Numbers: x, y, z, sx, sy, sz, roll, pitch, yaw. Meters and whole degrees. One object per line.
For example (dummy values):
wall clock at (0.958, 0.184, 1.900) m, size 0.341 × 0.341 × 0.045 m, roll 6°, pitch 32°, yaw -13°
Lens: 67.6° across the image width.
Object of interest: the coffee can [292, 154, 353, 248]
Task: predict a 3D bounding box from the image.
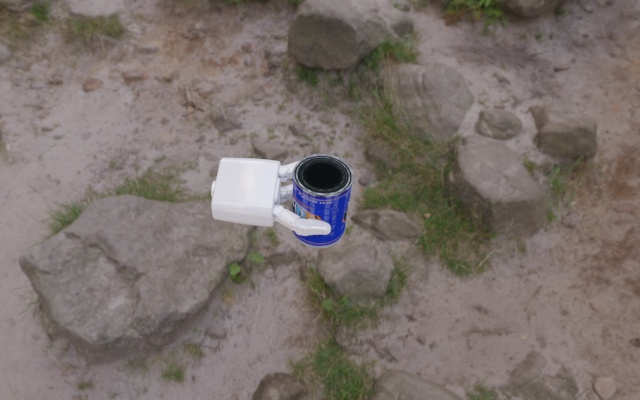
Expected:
coffee can at (0.000, 0.003, 0.849) m, size 0.103 × 0.102 × 0.140 m, roll 0°, pitch -43°, yaw -5°
